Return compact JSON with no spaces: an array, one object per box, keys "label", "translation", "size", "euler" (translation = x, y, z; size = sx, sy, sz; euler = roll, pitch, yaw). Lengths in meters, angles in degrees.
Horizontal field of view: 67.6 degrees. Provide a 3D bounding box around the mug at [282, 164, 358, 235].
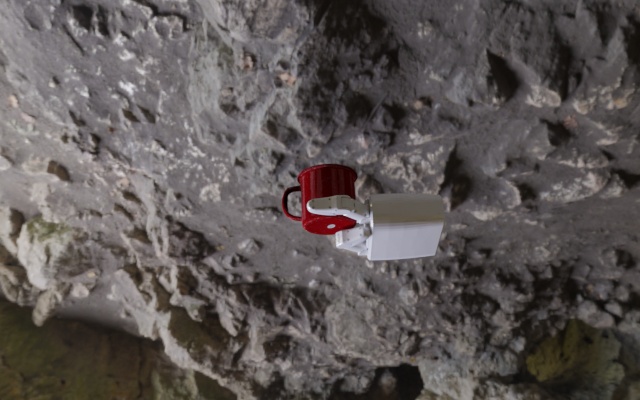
[{"label":"mug","translation":[-0.001,0.003,0.717],"size":[0.117,0.081,0.093],"euler":[-3,-23,1]}]
